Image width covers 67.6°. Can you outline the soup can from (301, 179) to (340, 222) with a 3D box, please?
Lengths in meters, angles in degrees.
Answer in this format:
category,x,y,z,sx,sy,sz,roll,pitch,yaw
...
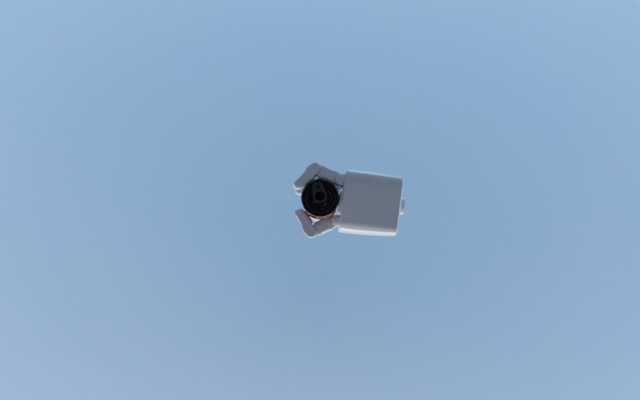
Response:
category,x,y,z,sx,sy,sz,roll,pitch,yaw
soup can,0.000,0.003,0.882,0.068,0.068,0.102,0,-9,0
